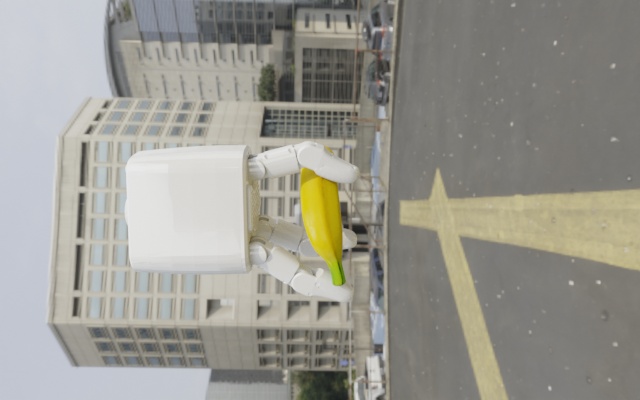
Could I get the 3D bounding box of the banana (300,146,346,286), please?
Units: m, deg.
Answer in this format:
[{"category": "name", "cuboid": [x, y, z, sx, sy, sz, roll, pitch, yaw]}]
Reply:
[{"category": "banana", "cuboid": [-0.001, -0.010, 0.481, 0.037, 0.070, 0.197, -4, 41, 0]}]
